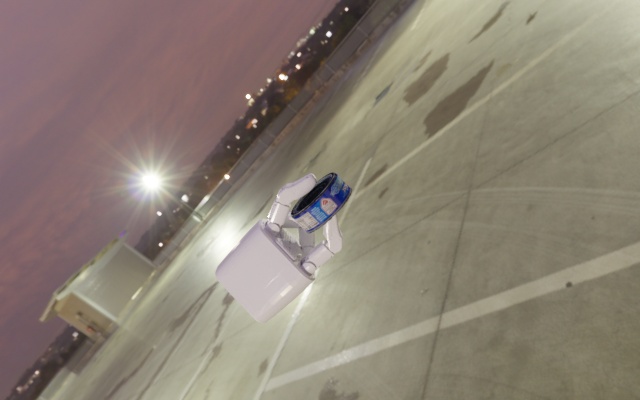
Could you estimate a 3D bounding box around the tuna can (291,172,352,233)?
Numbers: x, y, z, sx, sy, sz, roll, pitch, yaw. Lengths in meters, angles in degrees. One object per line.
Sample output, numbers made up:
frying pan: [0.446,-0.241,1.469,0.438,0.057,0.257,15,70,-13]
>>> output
tuna can: [0.000,0.002,0.645,0.034,0.086,0.086,45,-12,-12]
